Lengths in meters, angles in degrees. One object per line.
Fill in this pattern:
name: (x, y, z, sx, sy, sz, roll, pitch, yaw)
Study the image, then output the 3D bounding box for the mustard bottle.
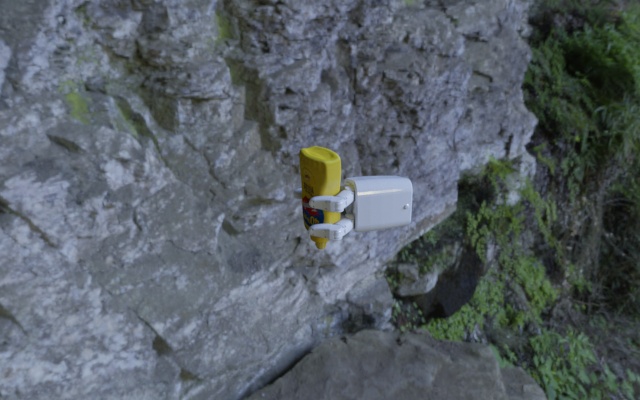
mustard bottle: (0.000, 0.003, 0.880, 0.058, 0.192, 0.096, -16, 28, -29)
